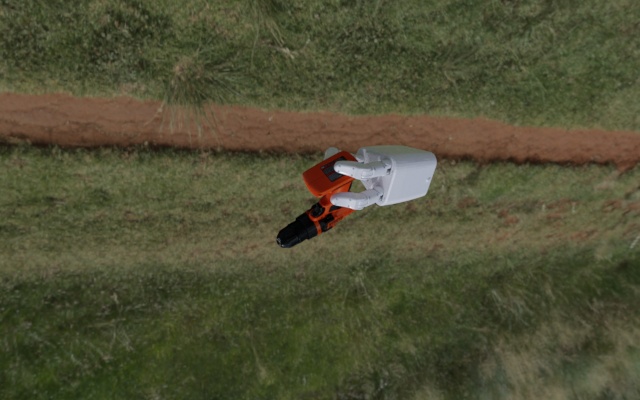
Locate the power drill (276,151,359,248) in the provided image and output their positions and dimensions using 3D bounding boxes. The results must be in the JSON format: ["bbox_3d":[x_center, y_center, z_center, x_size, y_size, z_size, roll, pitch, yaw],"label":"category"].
[{"bbox_3d":[0.000,0.003,0.874,0.184,0.057,0.188,-32,-21,-22],"label":"power drill"}]
